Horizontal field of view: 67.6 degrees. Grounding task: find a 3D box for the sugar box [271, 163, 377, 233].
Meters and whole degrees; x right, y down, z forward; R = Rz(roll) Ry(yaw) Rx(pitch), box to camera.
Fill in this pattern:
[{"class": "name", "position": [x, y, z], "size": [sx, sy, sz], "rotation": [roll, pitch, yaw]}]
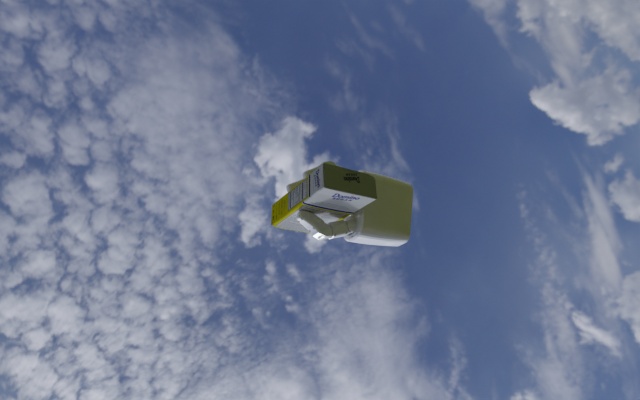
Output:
[{"class": "sugar box", "position": [0.000, 0.002, 0.750], "size": [0.093, 0.048, 0.176], "rotation": [12, -29, -29]}]
